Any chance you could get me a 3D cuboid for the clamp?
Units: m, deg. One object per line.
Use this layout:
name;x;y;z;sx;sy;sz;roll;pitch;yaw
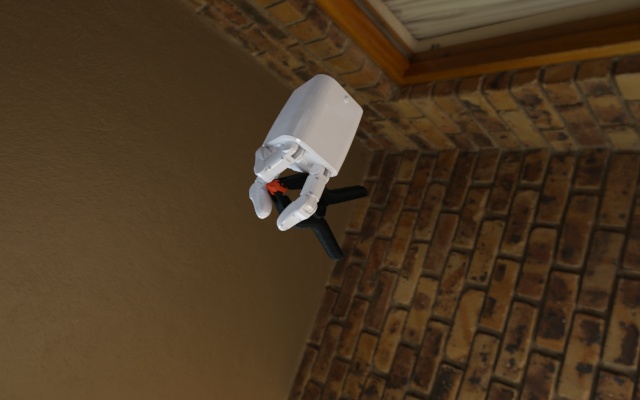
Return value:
clamp;0.000;0.002;0.693;0.039;0.120;0.171;6;-25;48
